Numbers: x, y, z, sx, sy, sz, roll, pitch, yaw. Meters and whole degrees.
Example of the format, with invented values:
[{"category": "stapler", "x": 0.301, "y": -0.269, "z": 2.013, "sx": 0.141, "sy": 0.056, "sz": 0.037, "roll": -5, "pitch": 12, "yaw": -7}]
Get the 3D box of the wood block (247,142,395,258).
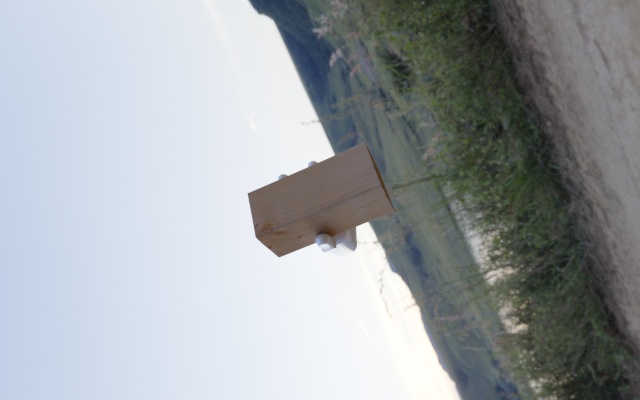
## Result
[{"category": "wood block", "x": 0.000, "y": 0.003, "z": 0.762, "sx": 0.206, "sy": 0.090, "sz": 0.090, "roll": -23, "pitch": -34, "yaw": 10}]
